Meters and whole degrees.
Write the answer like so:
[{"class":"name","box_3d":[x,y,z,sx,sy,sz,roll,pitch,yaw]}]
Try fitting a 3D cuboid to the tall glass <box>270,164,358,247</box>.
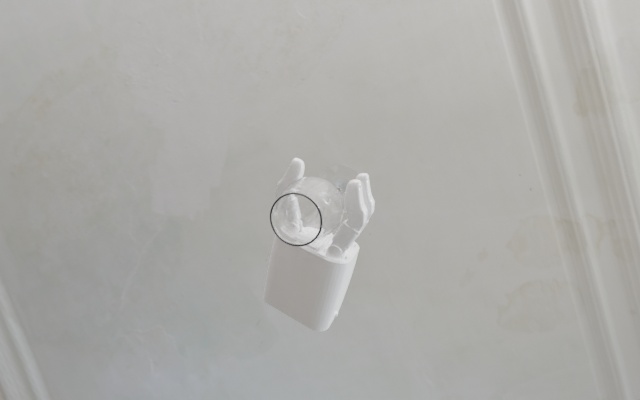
[{"class":"tall glass","box_3d":[0.000,0.002,0.622,0.079,0.079,0.201,0,11,17]}]
